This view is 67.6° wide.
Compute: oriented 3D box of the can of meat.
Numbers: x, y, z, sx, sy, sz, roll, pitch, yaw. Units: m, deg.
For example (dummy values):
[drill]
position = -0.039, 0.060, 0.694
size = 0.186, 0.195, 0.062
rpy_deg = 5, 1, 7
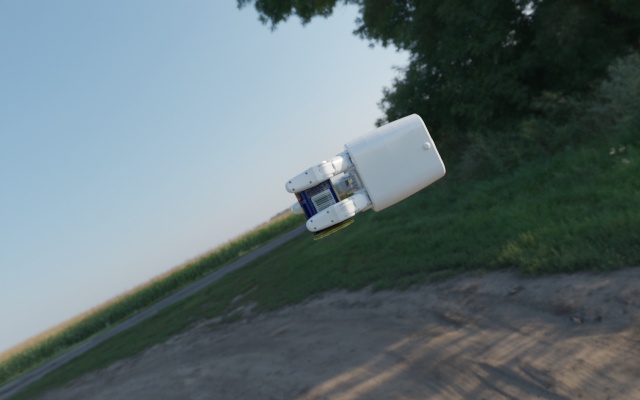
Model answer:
[can of meat]
position = 0.000, 0.002, 0.651
size = 0.057, 0.084, 0.102
rpy_deg = -25, 0, 0
